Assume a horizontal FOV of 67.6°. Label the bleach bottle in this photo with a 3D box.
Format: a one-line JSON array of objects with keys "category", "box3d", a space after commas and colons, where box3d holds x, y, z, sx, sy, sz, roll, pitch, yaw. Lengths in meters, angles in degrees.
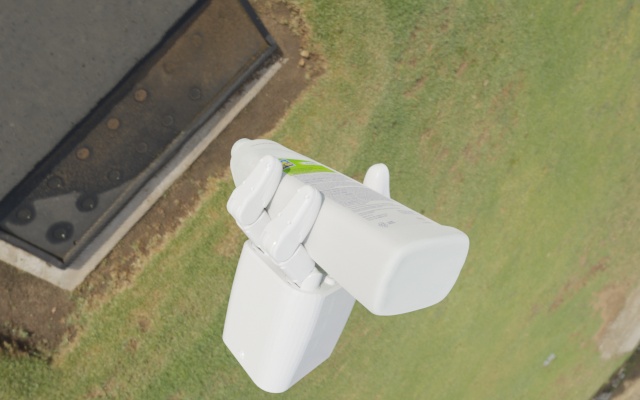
[{"category": "bleach bottle", "box3d": [0.000, 0.001, 0.428, 0.102, 0.068, 0.250, 0, 26, -42]}]
